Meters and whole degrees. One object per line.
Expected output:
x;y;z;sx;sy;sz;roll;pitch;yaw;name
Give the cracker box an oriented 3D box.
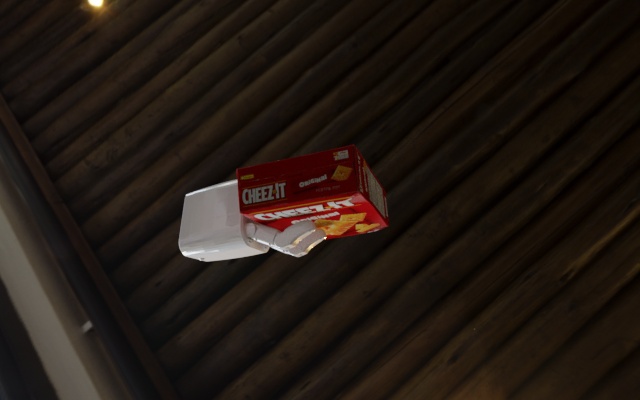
0.000;0.002;0.694;0.164;0.072;0.214;-11;-17;15;cracker box
